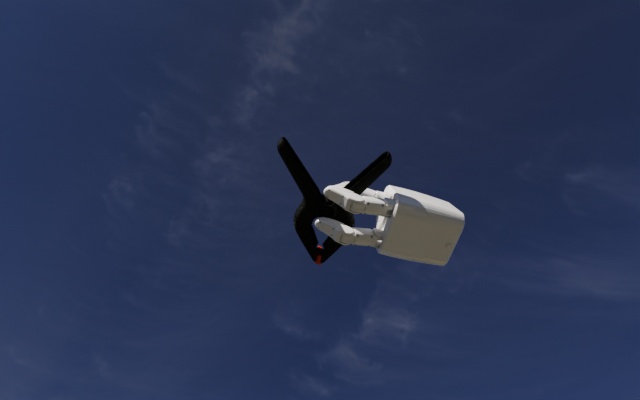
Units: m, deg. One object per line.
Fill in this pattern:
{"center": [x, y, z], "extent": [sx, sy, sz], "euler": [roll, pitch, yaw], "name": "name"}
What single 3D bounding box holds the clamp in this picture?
{"center": [0.000, 0.002, 0.725], "extent": [0.164, 0.210, 0.036], "euler": [14, 29, -3], "name": "clamp"}
